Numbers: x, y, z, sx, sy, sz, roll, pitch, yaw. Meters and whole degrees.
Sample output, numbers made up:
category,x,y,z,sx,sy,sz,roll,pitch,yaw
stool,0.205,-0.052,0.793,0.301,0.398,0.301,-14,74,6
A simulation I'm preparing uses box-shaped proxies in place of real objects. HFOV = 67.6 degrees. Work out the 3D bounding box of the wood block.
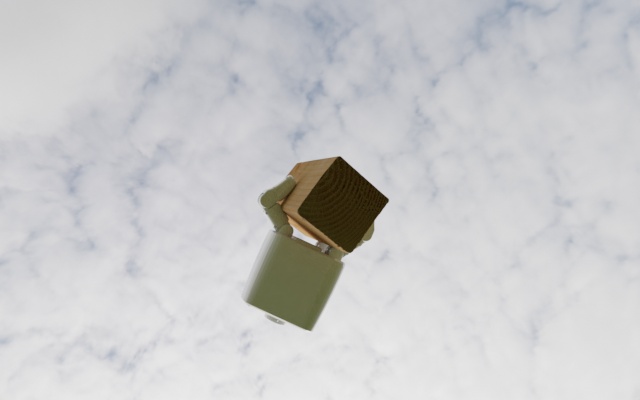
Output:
category,x,y,z,sx,sy,sz,roll,pitch,yaw
wood block,0.000,0.002,0.682,0.091,0.090,0.206,39,-9,-15
